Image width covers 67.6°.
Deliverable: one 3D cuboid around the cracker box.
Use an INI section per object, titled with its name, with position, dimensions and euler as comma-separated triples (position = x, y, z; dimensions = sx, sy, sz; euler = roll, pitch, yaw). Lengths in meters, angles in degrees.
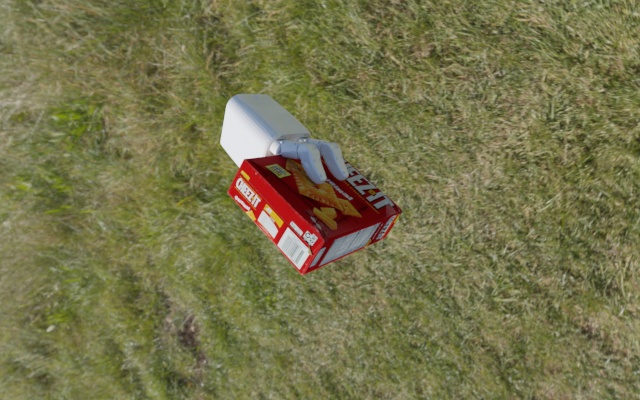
[cracker box]
position = 0.000, 0.002, 0.697
dimensions = 0.164, 0.072, 0.213
euler = 45, 32, 21
